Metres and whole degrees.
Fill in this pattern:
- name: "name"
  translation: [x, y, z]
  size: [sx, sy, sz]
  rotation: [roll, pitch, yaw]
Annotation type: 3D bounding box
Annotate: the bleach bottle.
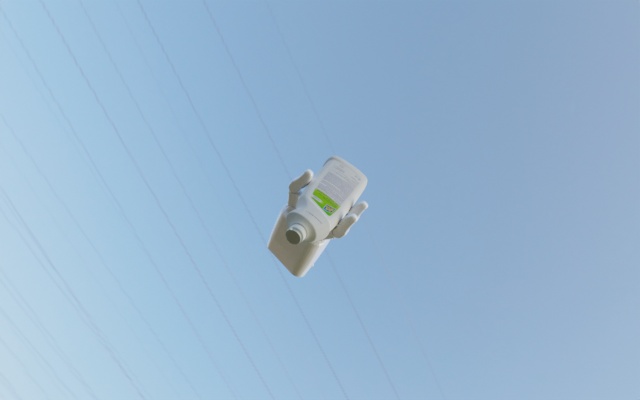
- name: "bleach bottle"
  translation: [0.000, 0.003, 0.893]
  size: [0.102, 0.068, 0.250]
  rotation: [34, 36, 8]
